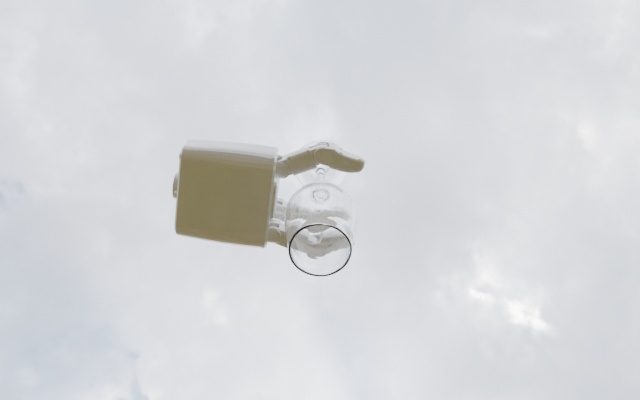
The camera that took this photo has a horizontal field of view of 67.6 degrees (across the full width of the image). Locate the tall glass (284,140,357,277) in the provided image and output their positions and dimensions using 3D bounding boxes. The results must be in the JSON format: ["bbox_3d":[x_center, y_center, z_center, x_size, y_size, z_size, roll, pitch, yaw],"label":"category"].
[{"bbox_3d":[0.000,0.001,0.547,0.079,0.079,0.201,0,28,0],"label":"tall glass"}]
